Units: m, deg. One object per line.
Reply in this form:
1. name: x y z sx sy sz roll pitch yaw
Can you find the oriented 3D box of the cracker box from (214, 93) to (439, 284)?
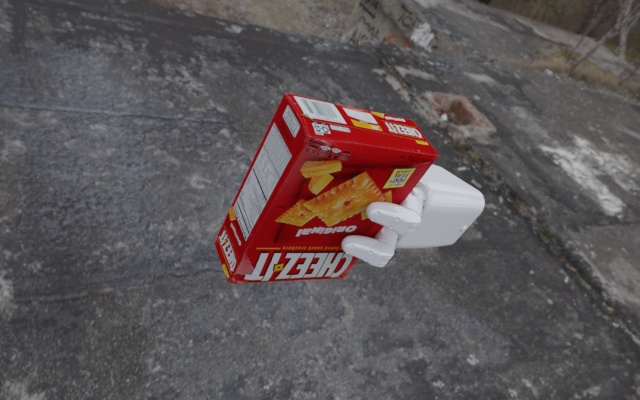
1. cracker box: 0.000 0.001 0.521 0.164 0.072 0.214 4 -47 -34
